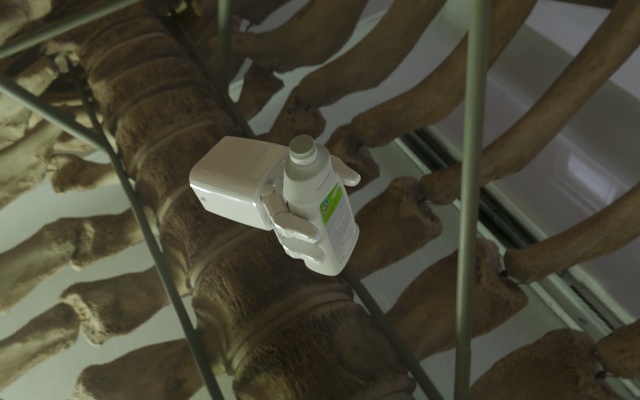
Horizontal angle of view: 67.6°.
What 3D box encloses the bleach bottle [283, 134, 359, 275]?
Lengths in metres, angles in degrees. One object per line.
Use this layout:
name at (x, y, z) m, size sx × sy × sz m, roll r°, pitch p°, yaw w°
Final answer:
bleach bottle at (0.000, 0.002, 0.631) m, size 0.068 × 0.102 × 0.251 m, roll 15°, pitch -31°, yaw 19°
